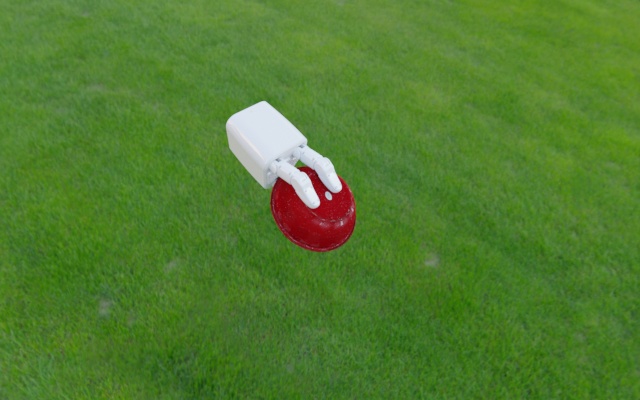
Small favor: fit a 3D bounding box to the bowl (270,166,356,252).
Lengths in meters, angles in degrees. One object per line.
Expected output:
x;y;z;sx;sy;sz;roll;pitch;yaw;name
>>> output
0.001;0.003;0.805;0.162;0.162;0.055;0;-24;-27;bowl
